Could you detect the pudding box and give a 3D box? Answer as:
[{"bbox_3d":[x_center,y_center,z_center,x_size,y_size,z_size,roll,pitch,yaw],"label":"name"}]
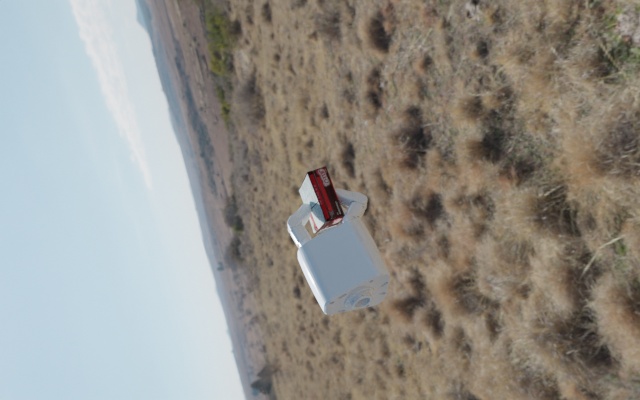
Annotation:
[{"bbox_3d":[0.000,0.003,0.809,0.039,0.090,0.113,-17,-11,-15],"label":"pudding box"}]
